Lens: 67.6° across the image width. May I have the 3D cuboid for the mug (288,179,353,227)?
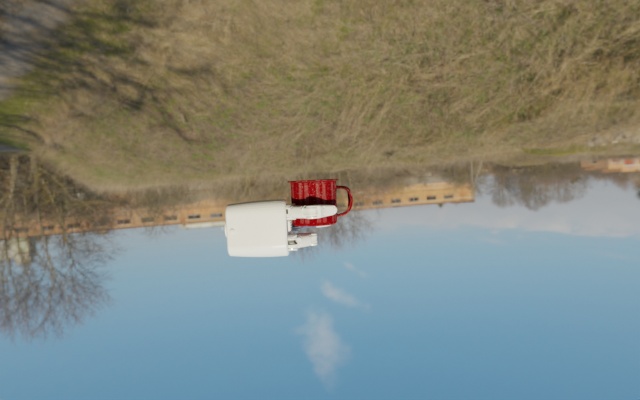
[{"bbox_3d":[0.002,0.003,0.866,0.117,0.081,0.093,-2,3,4],"label":"mug"}]
